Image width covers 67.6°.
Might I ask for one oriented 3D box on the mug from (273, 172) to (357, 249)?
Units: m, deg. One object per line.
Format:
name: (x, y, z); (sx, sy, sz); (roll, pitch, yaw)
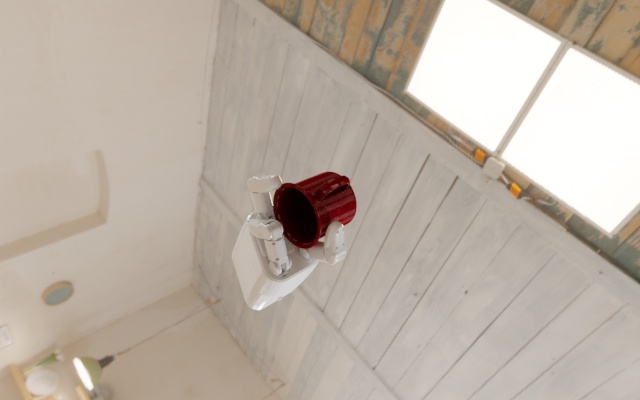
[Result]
mug: (0.001, 0.001, 0.646); (0.081, 0.093, 0.117); (-24, -19, -39)
